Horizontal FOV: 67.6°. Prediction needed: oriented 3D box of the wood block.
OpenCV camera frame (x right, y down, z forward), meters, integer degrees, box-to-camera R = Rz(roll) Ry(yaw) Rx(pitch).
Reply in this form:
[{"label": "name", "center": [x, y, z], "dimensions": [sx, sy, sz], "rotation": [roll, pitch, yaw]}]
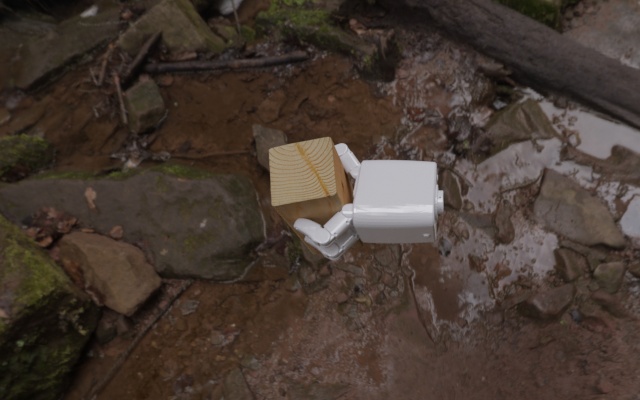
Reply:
[{"label": "wood block", "center": [0.000, 0.002, 0.717], "dimensions": [0.090, 0.090, 0.206], "rotation": [-10, -27, 11]}]
